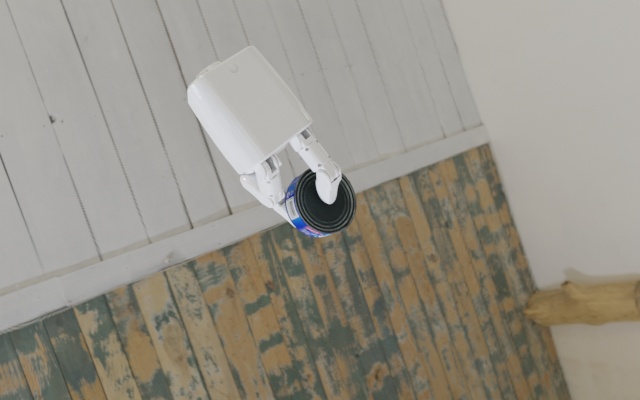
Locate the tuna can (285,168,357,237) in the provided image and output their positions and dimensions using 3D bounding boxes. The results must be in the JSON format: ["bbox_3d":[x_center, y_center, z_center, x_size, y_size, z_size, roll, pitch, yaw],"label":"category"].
[{"bbox_3d":[0.000,0.002,0.592,0.086,0.086,0.034,0,-13,-29],"label":"tuna can"}]
